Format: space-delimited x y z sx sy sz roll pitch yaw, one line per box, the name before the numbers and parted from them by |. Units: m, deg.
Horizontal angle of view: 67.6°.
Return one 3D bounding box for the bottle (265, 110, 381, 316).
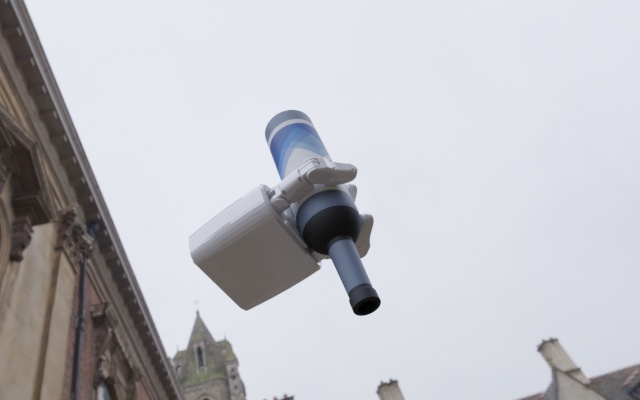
bottle | 0.000 0.002 0.535 0.069 0.069 0.295 0 40 -22
